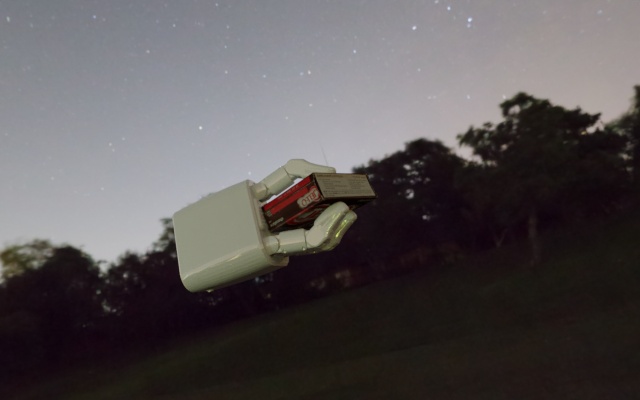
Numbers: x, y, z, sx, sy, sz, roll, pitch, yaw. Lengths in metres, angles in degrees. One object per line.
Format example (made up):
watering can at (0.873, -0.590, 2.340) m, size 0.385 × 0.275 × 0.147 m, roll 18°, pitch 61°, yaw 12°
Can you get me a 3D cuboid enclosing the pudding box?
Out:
pudding box at (0.000, 0.002, 0.569) m, size 0.090 × 0.039 × 0.113 m, roll -30°, pitch -15°, yaw 35°
